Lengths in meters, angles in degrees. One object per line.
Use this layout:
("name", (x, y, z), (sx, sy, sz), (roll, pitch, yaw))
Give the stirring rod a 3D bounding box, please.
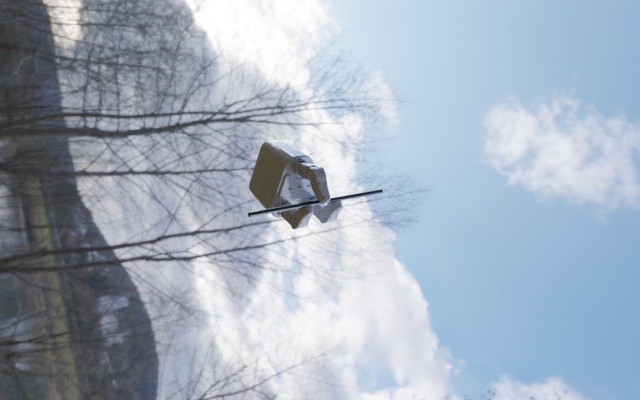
("stirring rod", (0.000, 0.002, 0.745), (0.239, 0.011, 0.011), (-10, 5, -30))
